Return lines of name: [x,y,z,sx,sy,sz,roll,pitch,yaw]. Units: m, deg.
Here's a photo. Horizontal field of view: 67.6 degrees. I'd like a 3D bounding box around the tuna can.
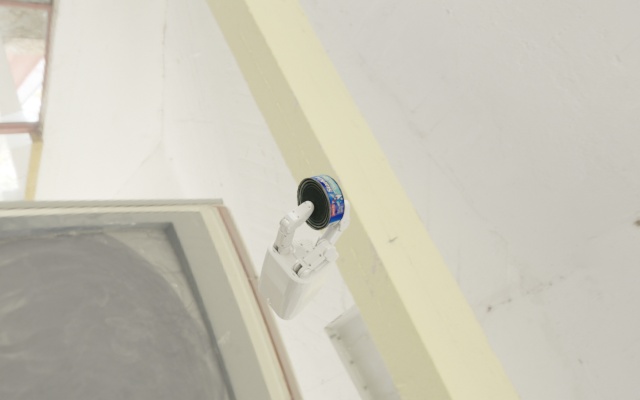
tuna can: [0.001,0.002,0.760,0.034,0.086,0.086,-16,9,-35]
